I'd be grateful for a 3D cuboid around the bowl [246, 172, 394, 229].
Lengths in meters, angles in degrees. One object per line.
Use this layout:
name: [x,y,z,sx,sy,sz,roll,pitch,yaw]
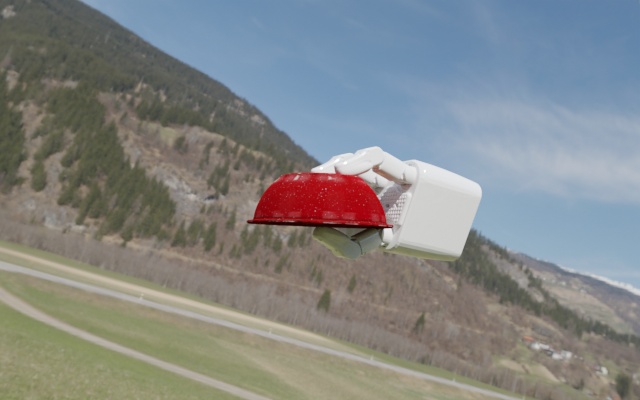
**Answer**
bowl: [-0.001,0.001,0.529,0.162,0.055,0.162,2,-4,0]
